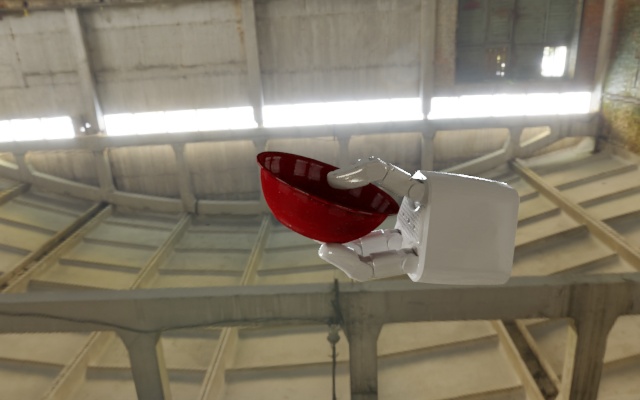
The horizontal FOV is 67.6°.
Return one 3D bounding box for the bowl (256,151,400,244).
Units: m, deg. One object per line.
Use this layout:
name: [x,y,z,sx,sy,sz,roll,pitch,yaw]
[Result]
bowl: [-0.001,0.002,0.516,0.162,0.055,0.162,20,16,-6]
